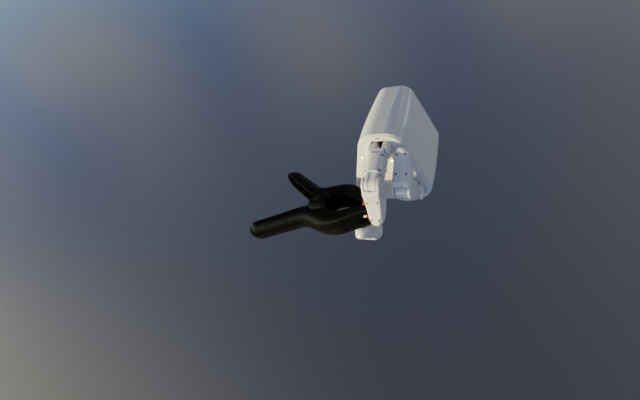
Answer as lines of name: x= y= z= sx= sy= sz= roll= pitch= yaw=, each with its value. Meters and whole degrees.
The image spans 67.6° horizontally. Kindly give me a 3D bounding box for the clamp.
clamp: x=0.000 y=0.002 z=0.624 sx=0.171 sy=0.120 sz=0.039 roll=-1 pitch=-42 yaw=25
